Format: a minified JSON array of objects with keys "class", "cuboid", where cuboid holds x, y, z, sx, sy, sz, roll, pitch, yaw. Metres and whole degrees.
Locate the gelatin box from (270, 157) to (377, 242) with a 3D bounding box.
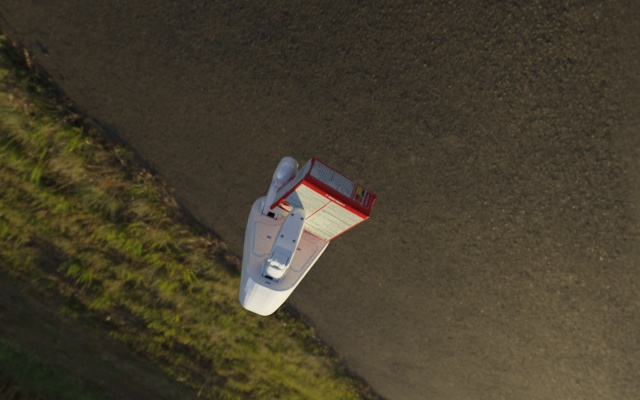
[{"class":"gelatin box","cuboid":[0.000,0.002,0.472,0.073,0.030,0.089,30,-30,-15]}]
